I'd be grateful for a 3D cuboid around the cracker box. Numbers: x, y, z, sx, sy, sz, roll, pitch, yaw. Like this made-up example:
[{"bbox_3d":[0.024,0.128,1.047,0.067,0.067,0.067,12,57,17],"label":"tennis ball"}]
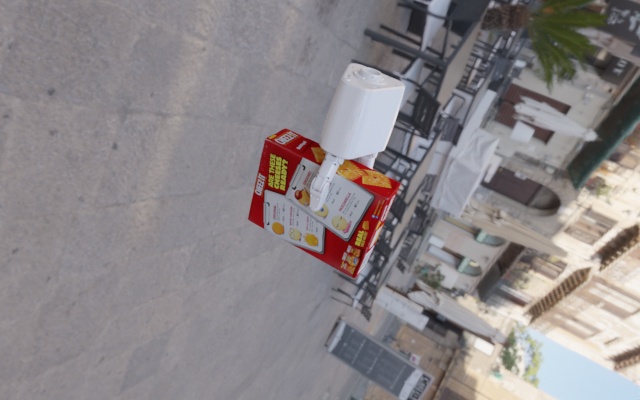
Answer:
[{"bbox_3d":[0.000,0.003,0.773,0.213,0.164,0.072,27,34,15],"label":"cracker box"}]
